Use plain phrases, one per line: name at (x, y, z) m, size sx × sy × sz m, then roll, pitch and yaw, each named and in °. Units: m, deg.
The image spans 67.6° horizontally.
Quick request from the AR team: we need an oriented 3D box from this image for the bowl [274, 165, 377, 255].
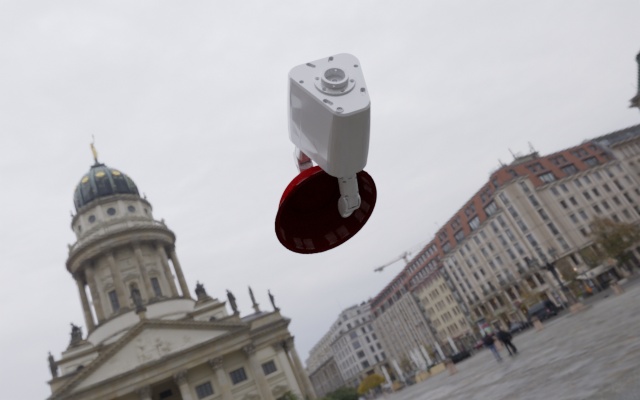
bowl at (0.000, 0.003, 0.700) m, size 0.162 × 0.162 × 0.055 m, roll 0°, pitch 37°, yaw -31°
